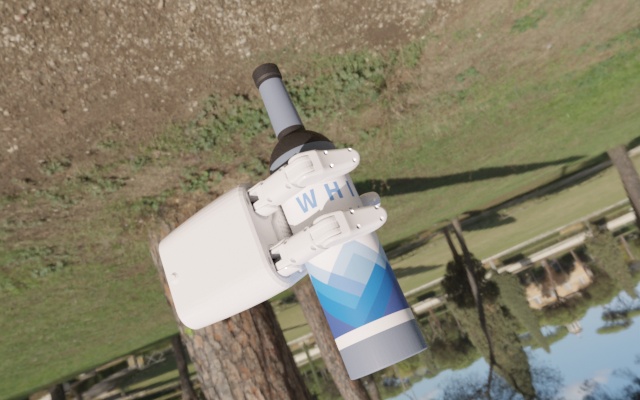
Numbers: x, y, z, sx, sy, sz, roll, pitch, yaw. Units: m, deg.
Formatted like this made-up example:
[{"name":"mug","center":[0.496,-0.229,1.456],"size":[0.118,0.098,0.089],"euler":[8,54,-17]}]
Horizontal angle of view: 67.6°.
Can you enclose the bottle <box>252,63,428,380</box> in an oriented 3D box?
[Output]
[{"name":"bottle","center":[0.000,0.002,0.425],"size":[0.069,0.295,0.069],"euler":[-21,-18,-7]}]
